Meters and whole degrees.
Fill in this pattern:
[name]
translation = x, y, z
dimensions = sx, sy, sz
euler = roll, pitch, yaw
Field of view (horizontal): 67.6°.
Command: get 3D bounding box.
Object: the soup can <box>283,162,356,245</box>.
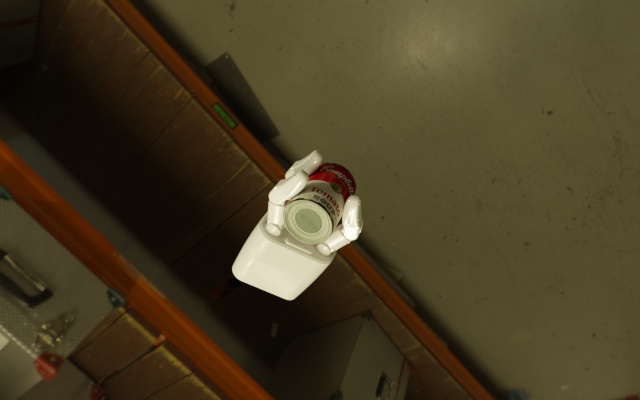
[soup can]
translation = 0.000, 0.002, 0.621
dimensions = 0.068, 0.068, 0.102
euler = 0, 30, 22
